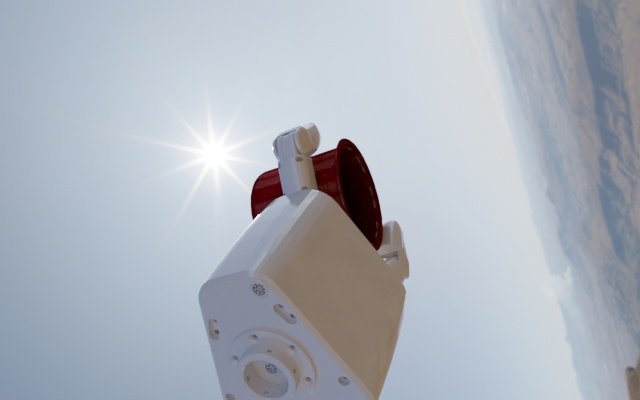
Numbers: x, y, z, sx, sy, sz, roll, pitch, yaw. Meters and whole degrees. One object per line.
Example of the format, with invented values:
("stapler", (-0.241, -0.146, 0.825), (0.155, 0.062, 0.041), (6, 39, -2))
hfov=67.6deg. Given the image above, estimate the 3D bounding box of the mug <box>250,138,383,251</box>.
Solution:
("mug", (0.000, 0.001, 0.403), (0.081, 0.093, 0.117), (-16, 15, 22))
